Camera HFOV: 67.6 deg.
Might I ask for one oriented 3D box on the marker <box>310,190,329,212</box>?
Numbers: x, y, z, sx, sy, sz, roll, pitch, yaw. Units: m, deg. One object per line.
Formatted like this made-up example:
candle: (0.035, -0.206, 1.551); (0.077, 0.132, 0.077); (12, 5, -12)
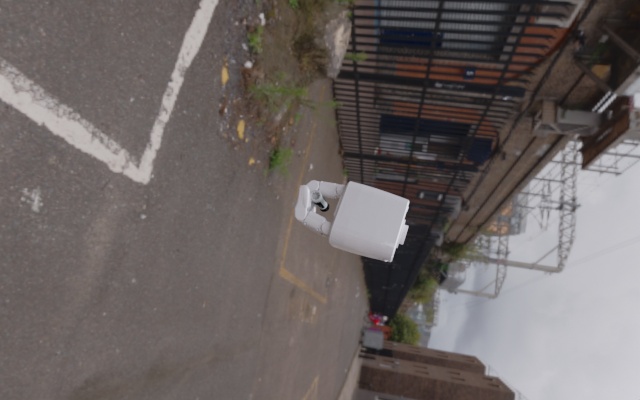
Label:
marker: (0.000, 0.003, 0.833); (0.020, 0.020, 0.121); (0, -10, 8)
